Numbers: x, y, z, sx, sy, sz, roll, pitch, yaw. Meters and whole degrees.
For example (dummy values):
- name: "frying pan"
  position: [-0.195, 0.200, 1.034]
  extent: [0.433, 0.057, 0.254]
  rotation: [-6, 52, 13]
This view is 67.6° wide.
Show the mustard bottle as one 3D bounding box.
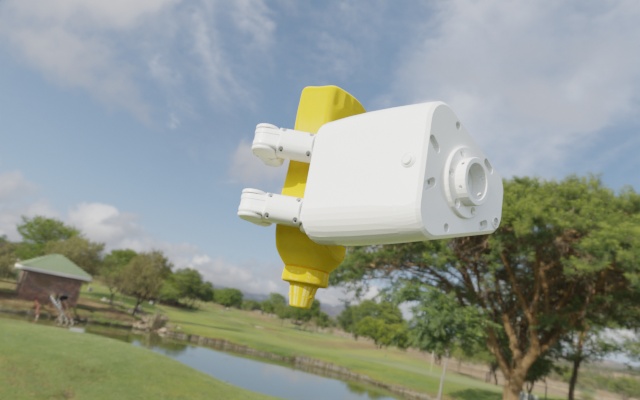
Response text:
- name: "mustard bottle"
  position: [0.000, 0.001, 0.435]
  extent: [0.058, 0.191, 0.096]
  rotation: [4, -15, 24]
